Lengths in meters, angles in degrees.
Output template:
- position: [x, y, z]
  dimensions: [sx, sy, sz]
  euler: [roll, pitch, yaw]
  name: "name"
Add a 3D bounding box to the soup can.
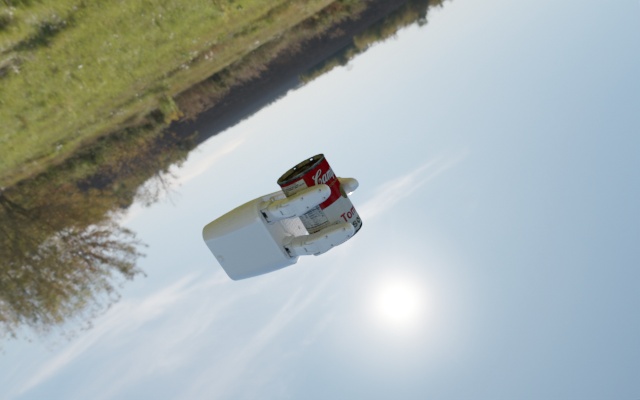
- position: [0.001, 0.002, 0.596]
  dimensions: [0.068, 0.102, 0.068]
  euler: [-29, 15, 8]
  name: "soup can"
